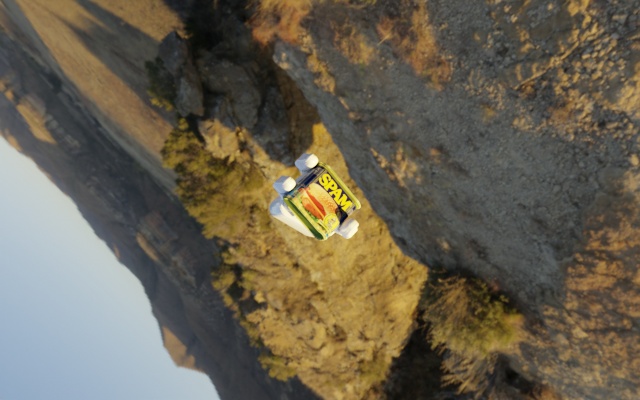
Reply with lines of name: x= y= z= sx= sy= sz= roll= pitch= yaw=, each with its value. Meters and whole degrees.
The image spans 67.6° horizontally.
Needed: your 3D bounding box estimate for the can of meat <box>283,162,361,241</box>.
can of meat: x=0.000 y=0.003 z=0.778 sx=0.084 sy=0.102 sz=0.057 roll=-44 pitch=14 yaw=-16
